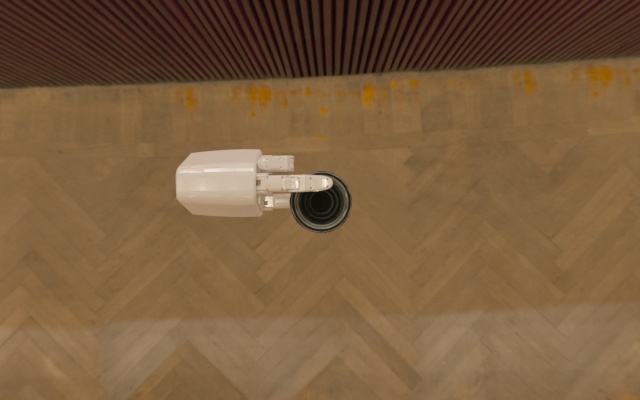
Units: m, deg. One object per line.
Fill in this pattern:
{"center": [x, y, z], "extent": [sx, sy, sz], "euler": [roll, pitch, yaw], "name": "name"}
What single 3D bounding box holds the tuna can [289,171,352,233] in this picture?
{"center": [0.000, 0.002, 0.659], "extent": [0.086, 0.086, 0.034], "euler": [0, 0, -4], "name": "tuna can"}
